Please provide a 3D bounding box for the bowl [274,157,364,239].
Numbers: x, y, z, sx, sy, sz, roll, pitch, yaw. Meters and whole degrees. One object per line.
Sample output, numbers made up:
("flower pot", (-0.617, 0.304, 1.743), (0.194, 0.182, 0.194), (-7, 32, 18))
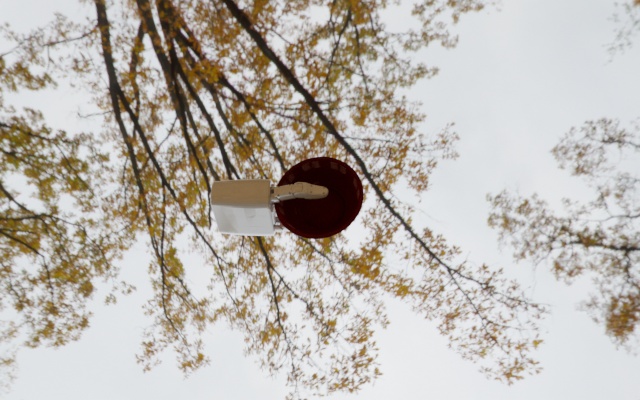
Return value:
("bowl", (0.001, 0.003, 0.866), (0.162, 0.162, 0.055), (0, -25, 11))
